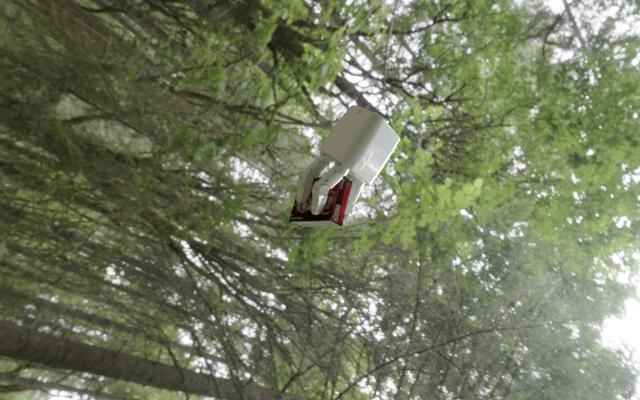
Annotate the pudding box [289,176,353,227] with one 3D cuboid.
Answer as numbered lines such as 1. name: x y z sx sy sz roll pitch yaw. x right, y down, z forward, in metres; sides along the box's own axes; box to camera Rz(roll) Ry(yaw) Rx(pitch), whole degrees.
1. pudding box: 0.000 0.003 0.885 0.039 0.090 0.113 30 -24 -37
